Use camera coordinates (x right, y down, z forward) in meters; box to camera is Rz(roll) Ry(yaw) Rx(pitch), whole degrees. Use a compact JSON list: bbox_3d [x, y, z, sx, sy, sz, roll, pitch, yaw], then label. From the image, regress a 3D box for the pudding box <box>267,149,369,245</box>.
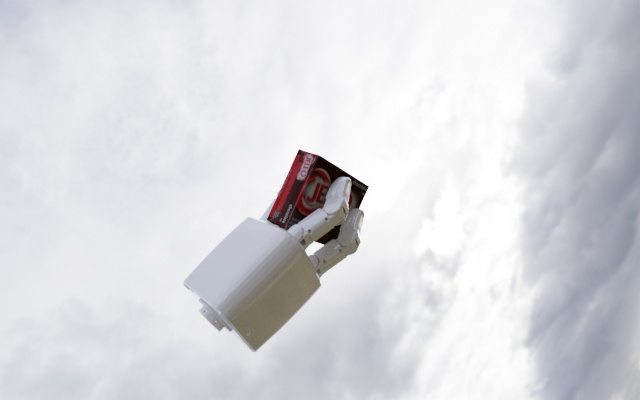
[{"bbox_3d":[0.000,0.002,0.561,0.039,0.090,0.113,24,-1,38],"label":"pudding box"}]
